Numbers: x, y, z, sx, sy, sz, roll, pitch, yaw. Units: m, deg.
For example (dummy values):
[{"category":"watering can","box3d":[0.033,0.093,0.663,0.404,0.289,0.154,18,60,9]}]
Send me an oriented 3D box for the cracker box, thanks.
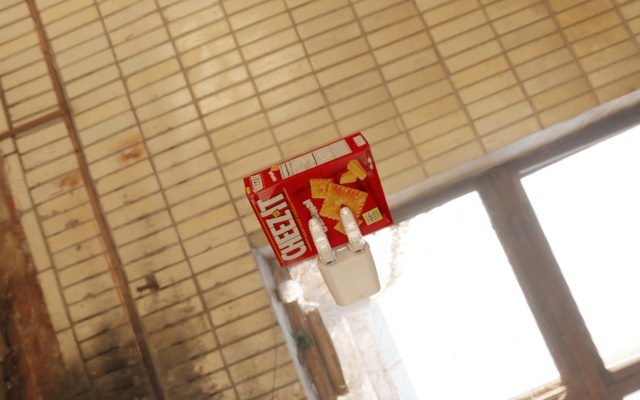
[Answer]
[{"category":"cracker box","box3d":[0.000,0.003,0.811,0.213,0.164,0.072,-22,32,-1]}]
